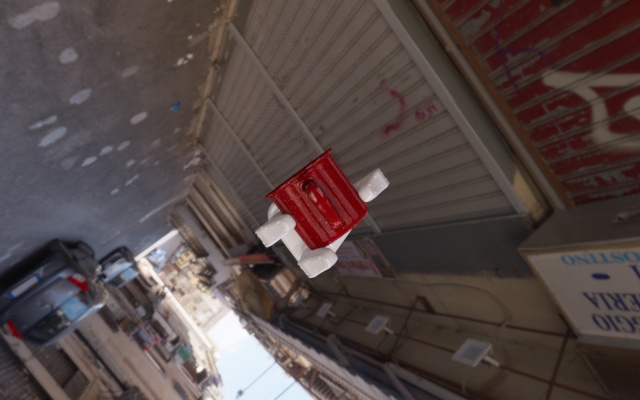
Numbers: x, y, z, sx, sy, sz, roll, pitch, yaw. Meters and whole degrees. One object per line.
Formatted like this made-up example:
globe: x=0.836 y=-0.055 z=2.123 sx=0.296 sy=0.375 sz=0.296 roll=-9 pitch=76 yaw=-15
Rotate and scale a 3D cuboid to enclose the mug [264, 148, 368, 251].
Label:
mug: x=0.000 y=0.002 z=0.519 sx=0.093 sy=0.081 sz=0.117 roll=-37 pitch=6 yaw=-4
